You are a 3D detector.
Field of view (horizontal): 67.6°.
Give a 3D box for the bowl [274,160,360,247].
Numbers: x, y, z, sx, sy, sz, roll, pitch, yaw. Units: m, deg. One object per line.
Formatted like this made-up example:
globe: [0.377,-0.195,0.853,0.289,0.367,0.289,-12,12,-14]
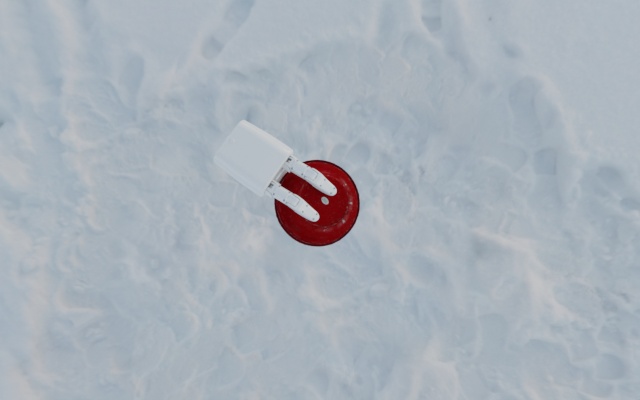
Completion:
bowl: [0.001,0.003,0.856,0.162,0.162,0.055,0,-4,-12]
